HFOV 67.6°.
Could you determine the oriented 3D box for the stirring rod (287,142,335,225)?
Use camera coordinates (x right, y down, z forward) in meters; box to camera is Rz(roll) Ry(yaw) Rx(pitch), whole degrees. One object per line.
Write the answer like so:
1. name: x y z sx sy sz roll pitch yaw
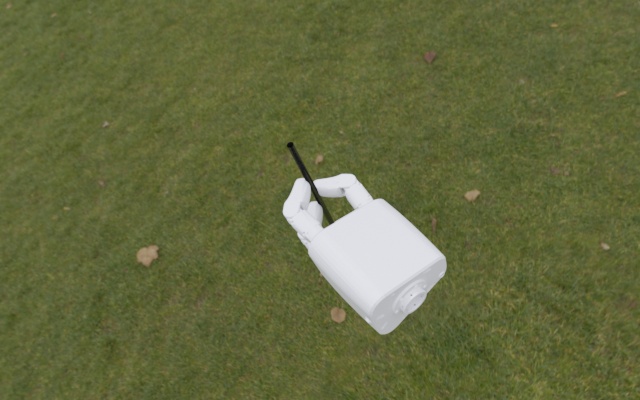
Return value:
1. stirring rod: 0.000 0.002 0.624 0.011 0.011 0.240 0 -32 19
